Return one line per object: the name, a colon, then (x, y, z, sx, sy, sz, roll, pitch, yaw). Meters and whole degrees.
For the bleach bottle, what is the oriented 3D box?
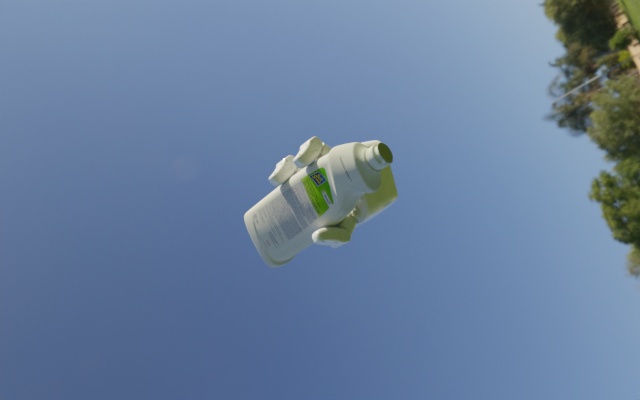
bleach bottle: (0.000, 0.002, 0.656, 0.251, 0.102, 0.068, -32, -6, 38)
